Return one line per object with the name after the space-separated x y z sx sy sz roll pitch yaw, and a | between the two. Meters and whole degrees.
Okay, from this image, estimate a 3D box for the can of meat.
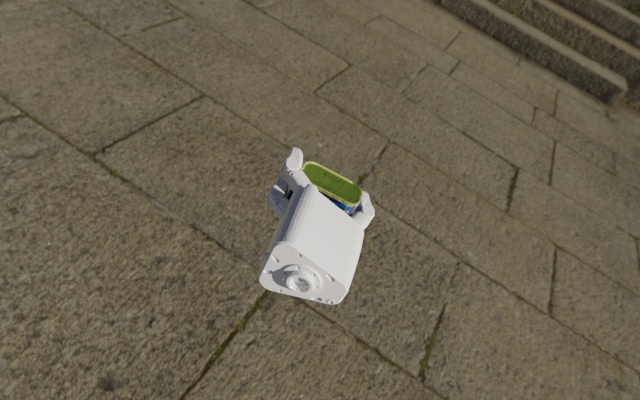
0.000 0.002 0.692 0.102 0.084 0.057 27 40 -1 | can of meat
